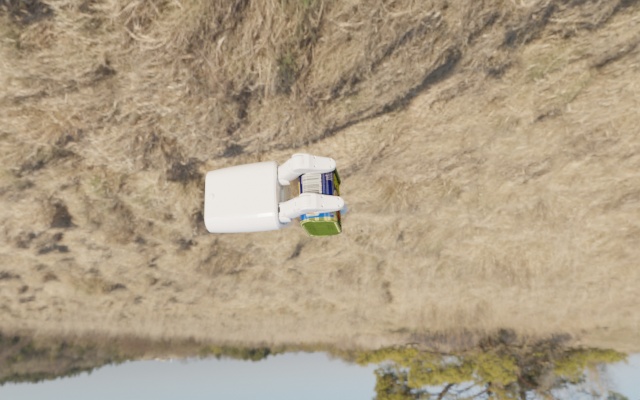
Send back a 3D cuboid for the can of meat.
[{"bbox_3d":[0.000,0.003,0.694,0.057,0.084,0.102,-5,-17,8],"label":"can of meat"}]
